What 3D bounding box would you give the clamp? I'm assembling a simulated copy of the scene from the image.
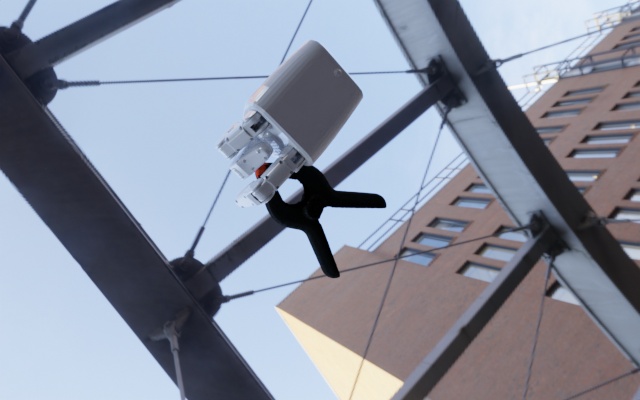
[{"bbox_3d":[0.000,0.002,0.575,0.171,0.120,0.039,46,-13,-24],"label":"clamp"}]
